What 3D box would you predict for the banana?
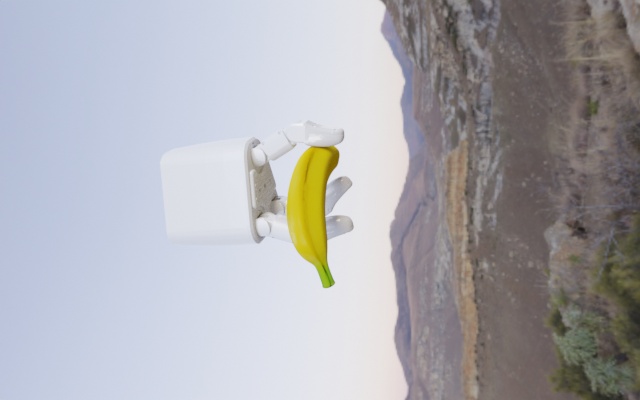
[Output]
[{"bbox_3d":[-0.006,-0.009,0.480,0.037,0.070,0.197,-10,42,15],"label":"banana"}]
